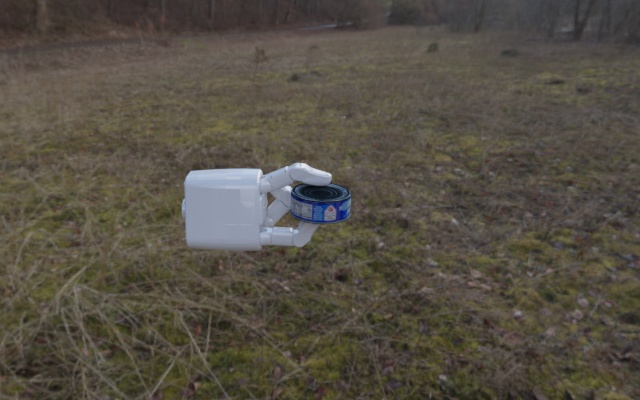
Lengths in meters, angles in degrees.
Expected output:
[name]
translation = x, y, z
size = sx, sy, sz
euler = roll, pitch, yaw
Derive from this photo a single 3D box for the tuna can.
[tuna can]
translation = 0.000, 0.002, 0.669
size = 0.086, 0.034, 0.086
euler = 3, 20, -1
